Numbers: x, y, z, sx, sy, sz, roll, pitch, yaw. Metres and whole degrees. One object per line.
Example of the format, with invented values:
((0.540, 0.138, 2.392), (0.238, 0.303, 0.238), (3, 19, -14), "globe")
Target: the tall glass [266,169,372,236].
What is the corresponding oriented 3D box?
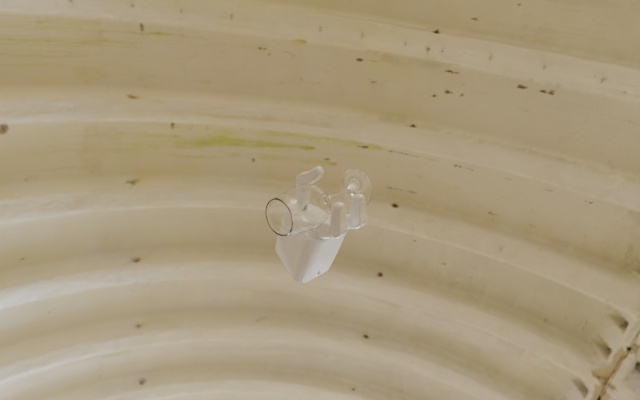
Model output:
((0.001, 0.002, 0.818), (0.079, 0.079, 0.201), (0, 14, 43), "tall glass")
